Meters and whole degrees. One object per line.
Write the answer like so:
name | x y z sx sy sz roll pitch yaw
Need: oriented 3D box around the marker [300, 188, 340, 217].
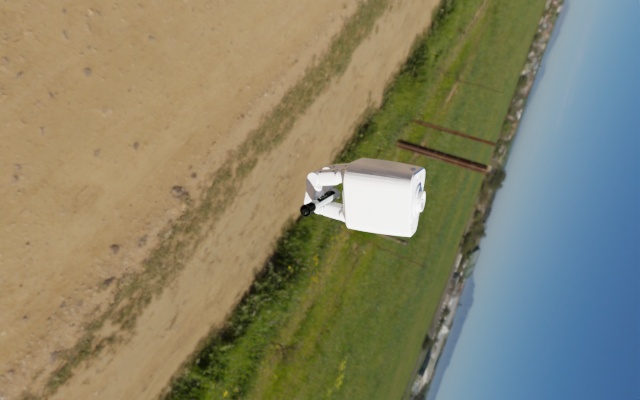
marker | 0.000 0.003 0.762 0.020 0.020 0.121 0 13 25
